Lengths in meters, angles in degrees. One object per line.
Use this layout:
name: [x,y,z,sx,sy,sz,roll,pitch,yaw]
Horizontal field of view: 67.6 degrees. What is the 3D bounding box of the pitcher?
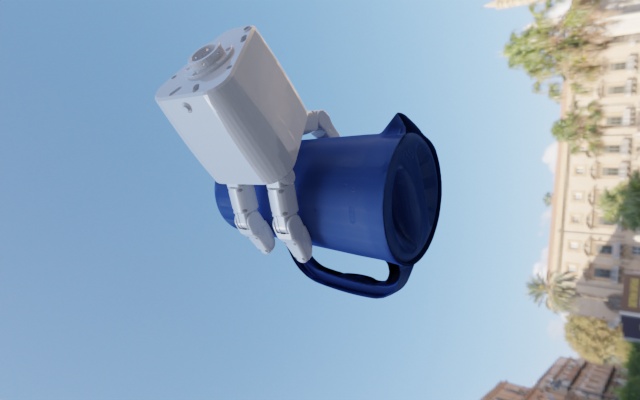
pitcher: [0.000,0.002,0.531,0.243,0.149,0.145,4,-37,36]
